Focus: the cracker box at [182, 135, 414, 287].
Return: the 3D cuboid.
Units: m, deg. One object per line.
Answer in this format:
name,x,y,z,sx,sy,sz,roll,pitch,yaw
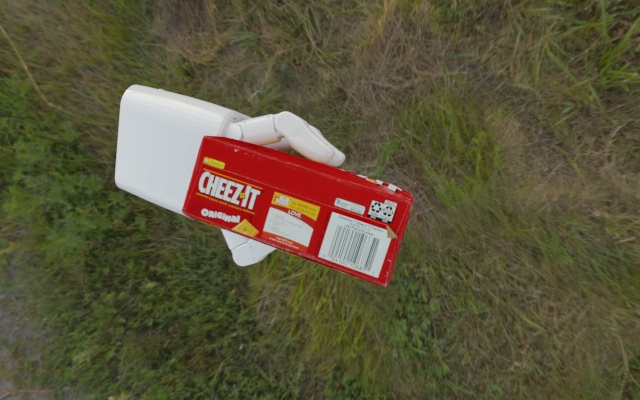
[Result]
cracker box,0.000,0.002,0.442,0.164,0.072,0.213,18,5,10
